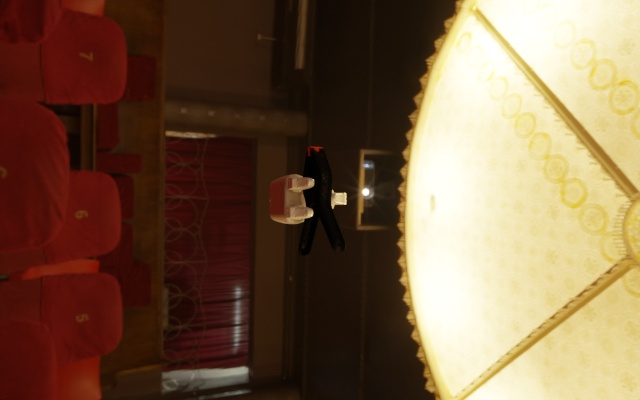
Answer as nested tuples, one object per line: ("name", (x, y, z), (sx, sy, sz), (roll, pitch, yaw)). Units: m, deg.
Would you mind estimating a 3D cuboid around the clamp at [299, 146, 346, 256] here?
("clamp", (0.001, 0.002, 0.883), (0.036, 0.210, 0.164), (1, -2, -27))
